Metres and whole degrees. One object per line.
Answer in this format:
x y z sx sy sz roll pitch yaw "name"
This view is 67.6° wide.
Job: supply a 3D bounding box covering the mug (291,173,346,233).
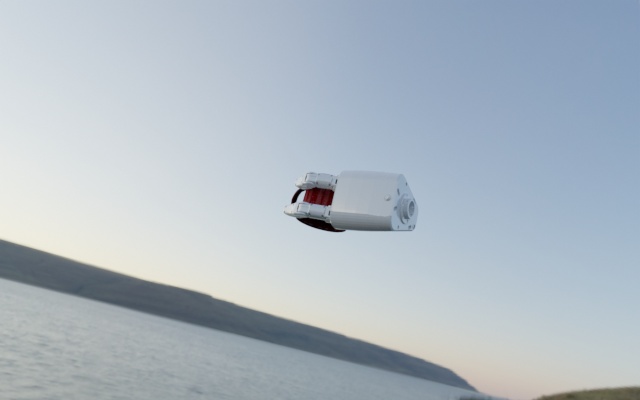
-0.001 0.003 0.854 0.117 0.081 0.093 5 -19 32 "mug"
